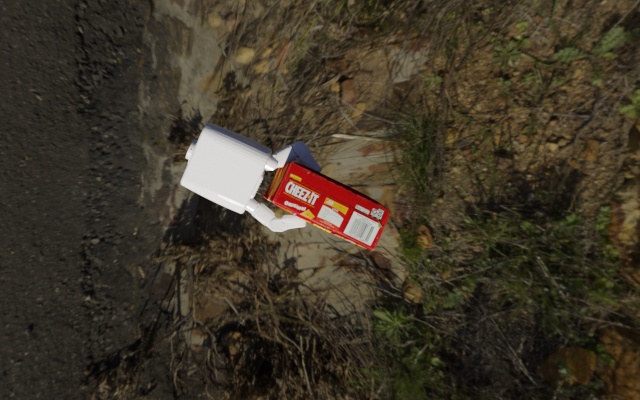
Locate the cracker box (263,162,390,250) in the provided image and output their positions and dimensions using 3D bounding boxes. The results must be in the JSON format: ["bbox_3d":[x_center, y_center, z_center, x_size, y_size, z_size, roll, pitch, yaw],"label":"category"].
[{"bbox_3d":[0.000,0.003,0.767,0.164,0.072,0.213,26,-1,-10],"label":"cracker box"}]
